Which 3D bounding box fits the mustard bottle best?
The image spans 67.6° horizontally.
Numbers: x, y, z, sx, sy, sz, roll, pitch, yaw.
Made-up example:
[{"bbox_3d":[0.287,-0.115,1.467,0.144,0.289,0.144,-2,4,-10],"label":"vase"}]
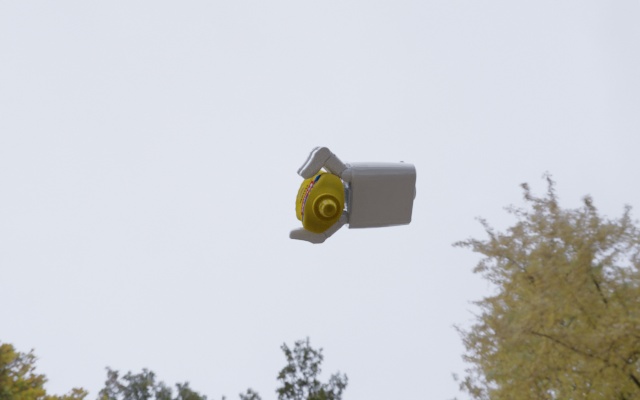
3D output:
[{"bbox_3d":[0.000,0.002,0.755,0.058,0.096,0.191,23,3,-10],"label":"mustard bottle"}]
